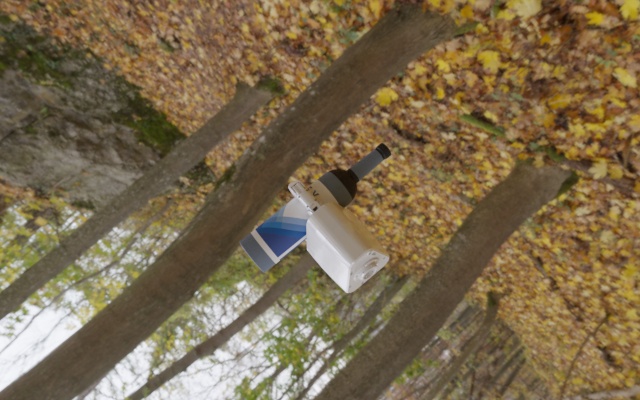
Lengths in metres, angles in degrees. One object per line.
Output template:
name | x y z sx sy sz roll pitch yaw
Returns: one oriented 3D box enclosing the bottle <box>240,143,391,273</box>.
bottle | 0.000 0.003 0.808 0.295 0.069 0.069 -39 5 -7
